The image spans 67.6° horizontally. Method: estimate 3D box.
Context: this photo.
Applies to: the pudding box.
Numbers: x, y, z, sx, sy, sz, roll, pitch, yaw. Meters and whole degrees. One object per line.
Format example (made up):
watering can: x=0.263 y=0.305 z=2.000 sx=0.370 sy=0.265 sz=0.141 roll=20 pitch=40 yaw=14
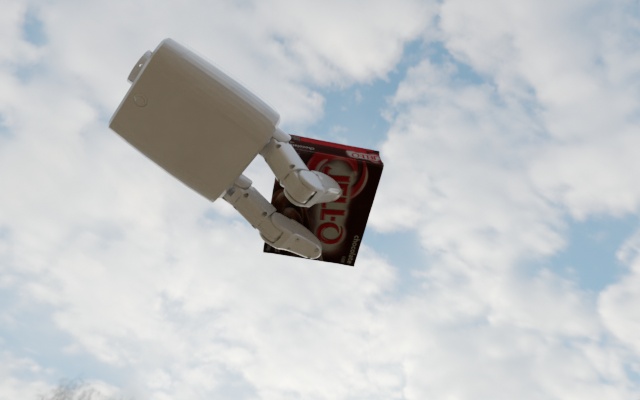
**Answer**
pudding box: x=0.000 y=0.001 z=0.440 sx=0.090 sy=0.114 sz=0.039 roll=10 pitch=31 yaw=-5
